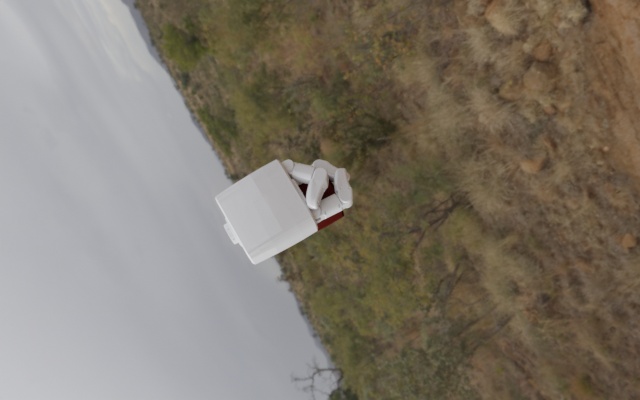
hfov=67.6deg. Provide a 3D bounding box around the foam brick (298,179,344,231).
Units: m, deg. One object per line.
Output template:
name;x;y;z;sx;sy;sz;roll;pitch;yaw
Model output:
foam brick;0.000;0.003;0.743;0.051;0.053;0.078;-31;-25;-8
